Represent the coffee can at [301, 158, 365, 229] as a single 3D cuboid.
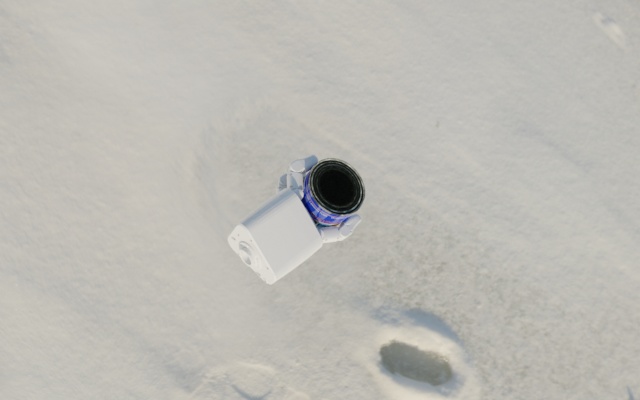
[{"bbox_3d":[0.000,0.003,0.831,0.103,0.102,0.140,0,-22,-25],"label":"coffee can"}]
